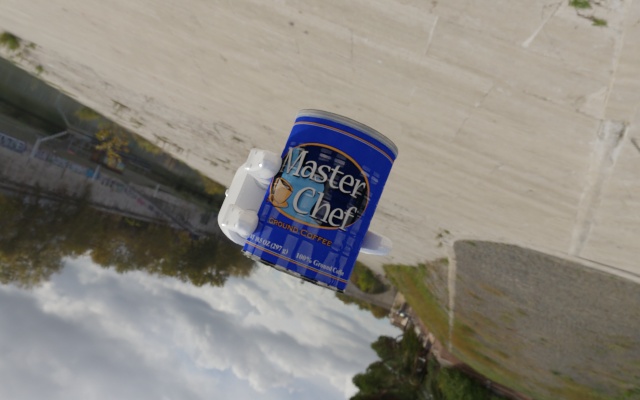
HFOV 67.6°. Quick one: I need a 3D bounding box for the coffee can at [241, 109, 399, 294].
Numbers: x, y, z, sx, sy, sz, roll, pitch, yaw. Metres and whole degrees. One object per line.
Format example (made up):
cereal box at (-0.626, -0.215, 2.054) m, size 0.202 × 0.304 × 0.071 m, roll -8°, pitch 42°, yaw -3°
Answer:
coffee can at (0.000, 0.001, 0.443) m, size 0.103 × 0.140 × 0.103 m, roll 21°, pitch -6°, yaw 2°
